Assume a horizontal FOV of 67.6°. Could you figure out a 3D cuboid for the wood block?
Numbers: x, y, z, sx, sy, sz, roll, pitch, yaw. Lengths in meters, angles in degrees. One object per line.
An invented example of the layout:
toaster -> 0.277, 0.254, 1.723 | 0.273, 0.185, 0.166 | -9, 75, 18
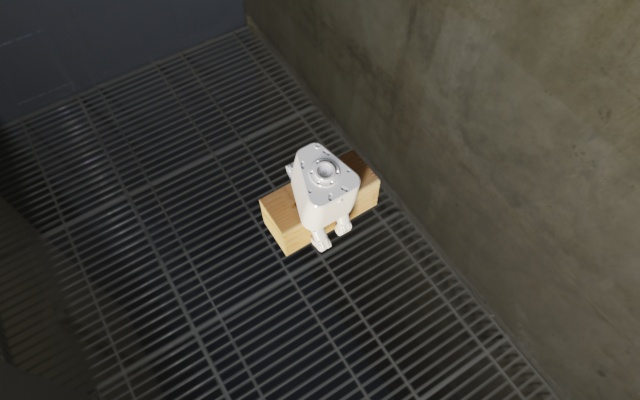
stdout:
wood block -> 0.000, 0.003, 0.897 | 0.206, 0.090, 0.090 | -29, -29, -16
